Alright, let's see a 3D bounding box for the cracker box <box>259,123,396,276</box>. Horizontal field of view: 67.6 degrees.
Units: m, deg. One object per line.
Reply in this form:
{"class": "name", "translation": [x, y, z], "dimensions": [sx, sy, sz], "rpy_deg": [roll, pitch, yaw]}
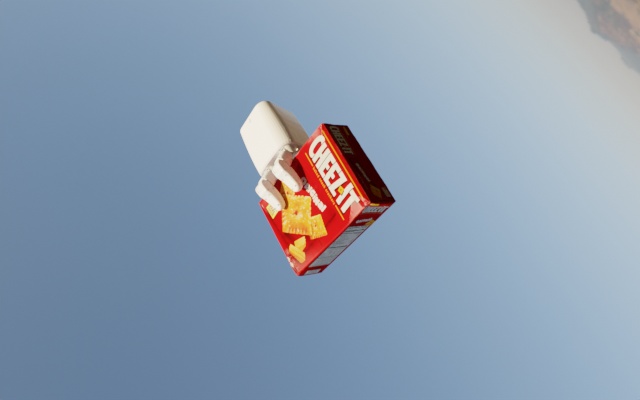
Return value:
{"class": "cracker box", "translation": [0.000, 0.003, 0.804], "dimensions": [0.072, 0.164, 0.214], "rpy_deg": [-3, -35, -45]}
